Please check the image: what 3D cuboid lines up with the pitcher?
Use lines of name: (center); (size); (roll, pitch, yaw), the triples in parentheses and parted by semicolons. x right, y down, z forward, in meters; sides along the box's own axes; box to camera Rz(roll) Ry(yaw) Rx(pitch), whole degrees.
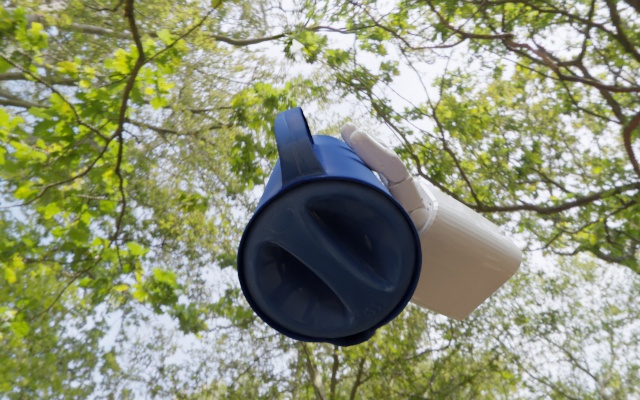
pitcher: (0.000, 0.002, 0.446); (0.145, 0.149, 0.242); (25, 16, -11)
